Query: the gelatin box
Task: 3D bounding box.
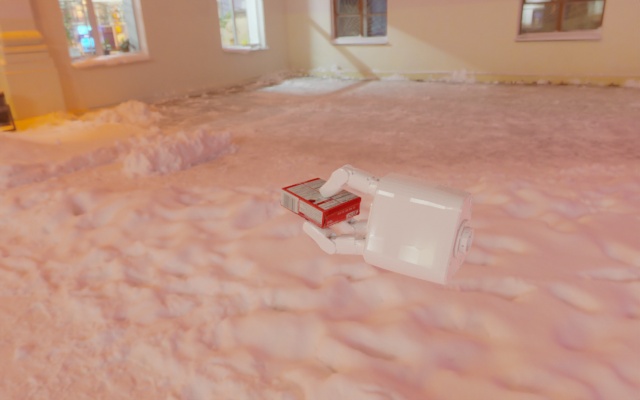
[{"bbox_3d":[0.000,0.002,0.663,0.073,0.030,0.089,-19,36,-42],"label":"gelatin box"}]
